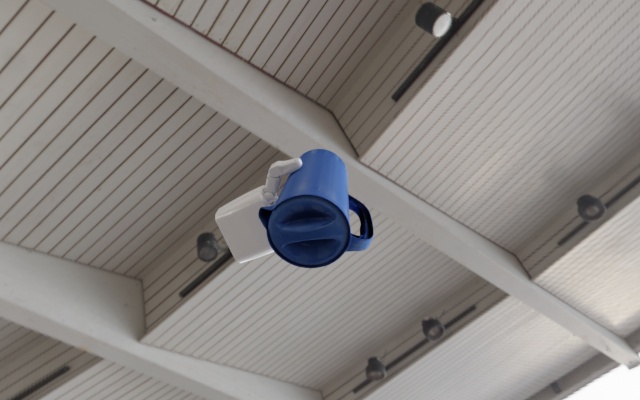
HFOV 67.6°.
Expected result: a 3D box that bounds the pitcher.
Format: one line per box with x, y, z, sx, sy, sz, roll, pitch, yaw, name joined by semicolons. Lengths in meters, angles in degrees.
0.000;0.003;0.841;0.145;0.149;0.242;-25;22;17;pitcher
